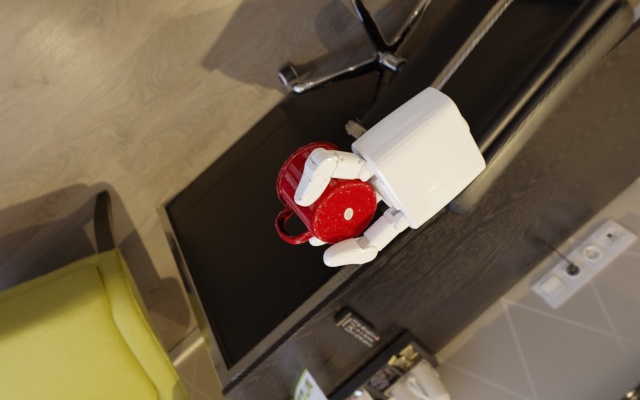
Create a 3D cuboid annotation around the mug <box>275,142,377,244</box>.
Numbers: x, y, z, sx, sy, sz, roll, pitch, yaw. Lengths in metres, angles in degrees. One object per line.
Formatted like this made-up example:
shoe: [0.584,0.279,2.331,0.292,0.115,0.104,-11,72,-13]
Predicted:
mug: [-0.001,0.003,0.530,0.081,0.117,0.093,49,-2,46]
